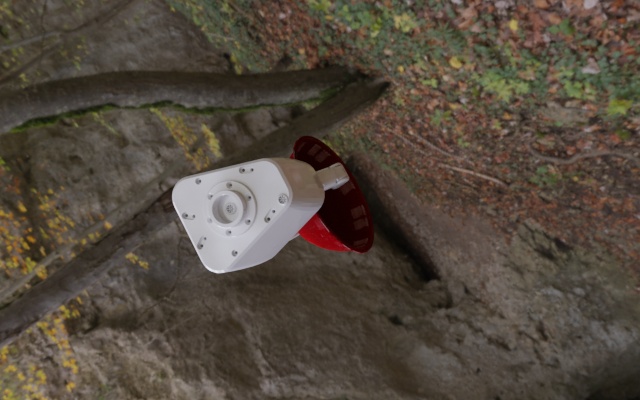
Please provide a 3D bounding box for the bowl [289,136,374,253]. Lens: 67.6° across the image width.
[{"bbox_3d":[0.000,0.002,0.596,0.055,0.162,0.162,-30,-14,25],"label":"bowl"}]
